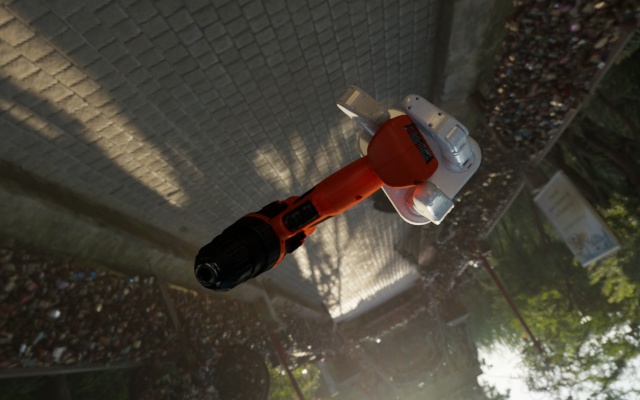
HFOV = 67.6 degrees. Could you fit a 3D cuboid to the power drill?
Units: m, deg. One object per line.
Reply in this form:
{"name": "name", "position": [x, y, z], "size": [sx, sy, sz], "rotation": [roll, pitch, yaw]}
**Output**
{"name": "power drill", "position": [0.001, 0.001, 0.403], "size": [0.188, 0.057, 0.184], "rotation": [-30, 3, 24]}
